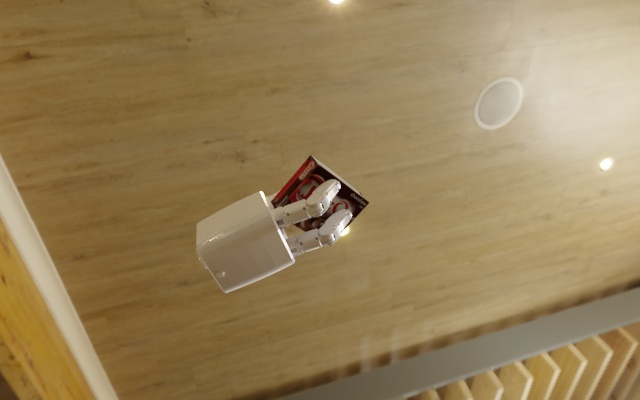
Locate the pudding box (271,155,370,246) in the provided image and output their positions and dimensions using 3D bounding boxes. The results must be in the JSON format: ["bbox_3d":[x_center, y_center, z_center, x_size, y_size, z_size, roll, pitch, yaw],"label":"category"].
[{"bbox_3d":[0.000,0.002,0.680,0.113,0.090,0.039,33,14,-36],"label":"pudding box"}]
